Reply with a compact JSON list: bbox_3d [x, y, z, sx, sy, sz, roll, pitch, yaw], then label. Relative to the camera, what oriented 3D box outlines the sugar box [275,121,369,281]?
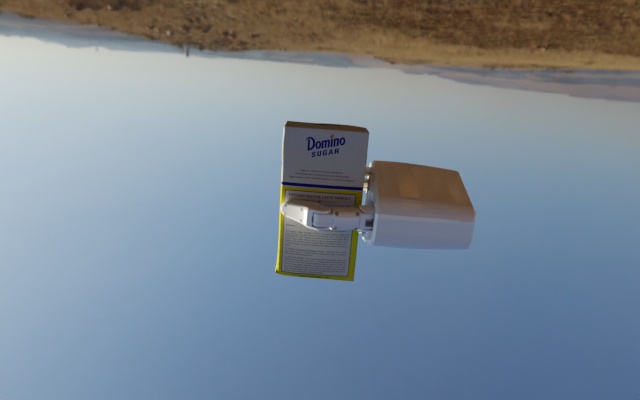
[{"bbox_3d":[0.000,0.002,0.544,0.093,0.176,0.048,5,16,-1],"label":"sugar box"}]
